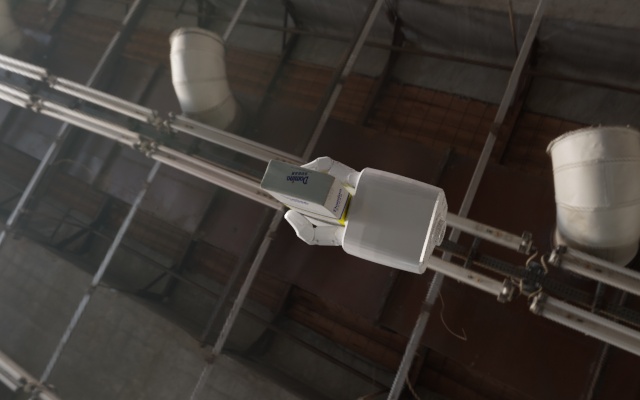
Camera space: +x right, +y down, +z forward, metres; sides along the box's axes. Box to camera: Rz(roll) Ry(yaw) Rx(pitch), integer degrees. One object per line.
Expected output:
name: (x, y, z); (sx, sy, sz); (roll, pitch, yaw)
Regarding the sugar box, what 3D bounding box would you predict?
sugar box: (0.000, 0.002, 0.647); (0.093, 0.048, 0.176); (16, -13, 23)
